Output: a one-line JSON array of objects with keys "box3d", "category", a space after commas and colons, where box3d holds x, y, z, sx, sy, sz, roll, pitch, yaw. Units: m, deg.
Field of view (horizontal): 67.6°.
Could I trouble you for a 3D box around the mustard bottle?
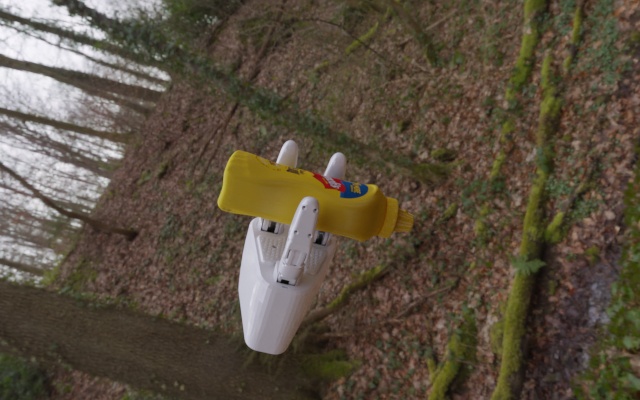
[{"box3d": [0.000, 0.001, 0.477, 0.191, 0.058, 0.096, 14, 11, -6], "category": "mustard bottle"}]
